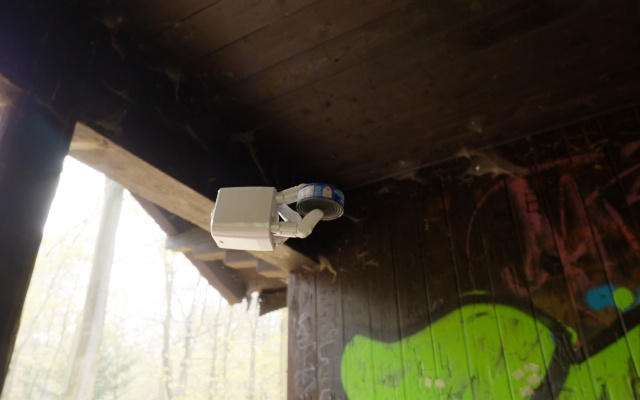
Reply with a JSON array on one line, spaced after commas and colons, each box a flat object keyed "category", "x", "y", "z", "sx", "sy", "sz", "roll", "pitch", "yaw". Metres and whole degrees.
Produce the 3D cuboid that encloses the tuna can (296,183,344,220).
[{"category": "tuna can", "x": 0.000, "y": 0.002, "z": 0.867, "sx": 0.086, "sy": 0.033, "sz": 0.086, "roll": 4, "pitch": -28, "yaw": 2}]
